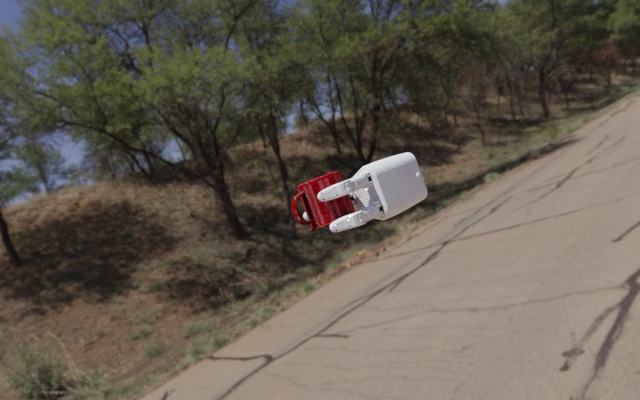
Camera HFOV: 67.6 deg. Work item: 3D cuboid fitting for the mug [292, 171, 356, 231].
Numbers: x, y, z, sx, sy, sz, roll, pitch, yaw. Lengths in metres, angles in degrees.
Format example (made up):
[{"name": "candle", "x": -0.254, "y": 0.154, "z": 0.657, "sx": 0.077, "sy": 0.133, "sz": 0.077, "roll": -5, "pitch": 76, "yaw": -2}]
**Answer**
[{"name": "mug", "x": -0.001, "y": 0.003, "z": 0.827, "sx": 0.117, "sy": 0.081, "sz": 0.093, "roll": -21, "pitch": 0, "yaw": -32}]
